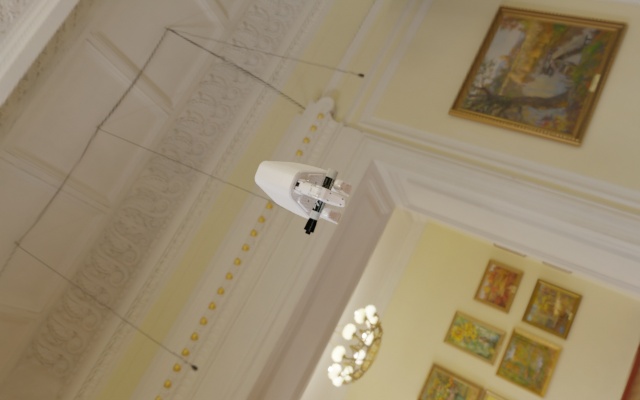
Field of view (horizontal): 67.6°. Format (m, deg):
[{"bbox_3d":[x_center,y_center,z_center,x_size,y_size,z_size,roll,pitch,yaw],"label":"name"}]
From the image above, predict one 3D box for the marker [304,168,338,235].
[{"bbox_3d":[0.000,0.003,0.834,0.020,0.121,0.020,22,-3,1],"label":"marker"}]
